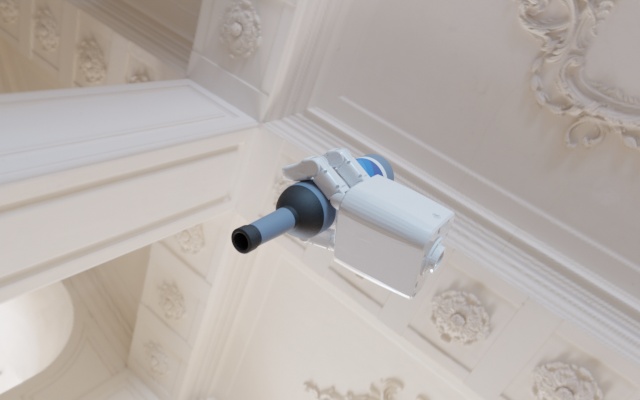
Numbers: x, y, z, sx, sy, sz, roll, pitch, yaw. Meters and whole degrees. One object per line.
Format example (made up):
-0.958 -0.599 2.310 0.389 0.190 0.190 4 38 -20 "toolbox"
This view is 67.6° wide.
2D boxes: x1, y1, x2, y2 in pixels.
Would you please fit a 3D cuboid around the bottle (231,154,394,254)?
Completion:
0.000 0.002 0.590 0.069 0.069 0.295 0 15 34 "bottle"
